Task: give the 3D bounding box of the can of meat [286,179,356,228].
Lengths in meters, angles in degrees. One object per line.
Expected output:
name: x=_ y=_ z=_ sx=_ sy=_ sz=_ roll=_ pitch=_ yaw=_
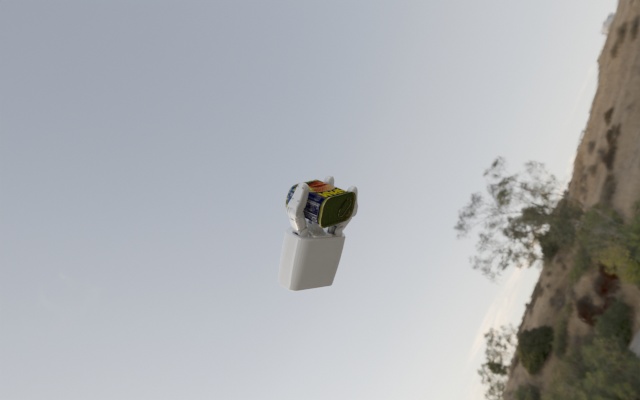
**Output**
can of meat: x=0.000 y=0.003 z=0.858 sx=0.084 sy=0.057 sz=0.102 roll=22 pitch=22 yaw=32
